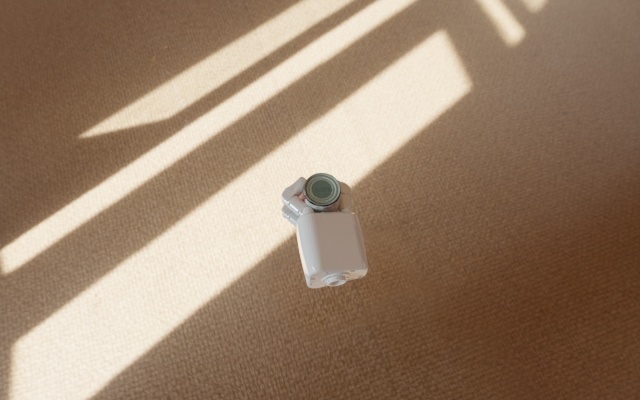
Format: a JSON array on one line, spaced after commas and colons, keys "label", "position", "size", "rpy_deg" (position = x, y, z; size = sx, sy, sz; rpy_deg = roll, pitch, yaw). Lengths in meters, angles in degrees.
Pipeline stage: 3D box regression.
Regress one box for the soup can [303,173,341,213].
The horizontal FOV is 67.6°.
[{"label": "soup can", "position": [0.000, 0.002, 0.866], "size": [0.068, 0.068, 0.102], "rpy_deg": [0, -27, -3]}]
